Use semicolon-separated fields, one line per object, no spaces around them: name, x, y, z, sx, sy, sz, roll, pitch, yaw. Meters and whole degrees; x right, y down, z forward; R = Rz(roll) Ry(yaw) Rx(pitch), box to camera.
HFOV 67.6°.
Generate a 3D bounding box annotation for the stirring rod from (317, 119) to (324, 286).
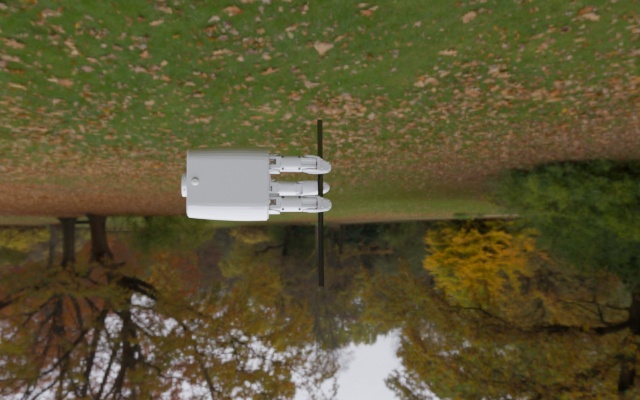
stirring rod;0.000;0.002;0.690;0.011;0.239;0.011;-1;-4;0
